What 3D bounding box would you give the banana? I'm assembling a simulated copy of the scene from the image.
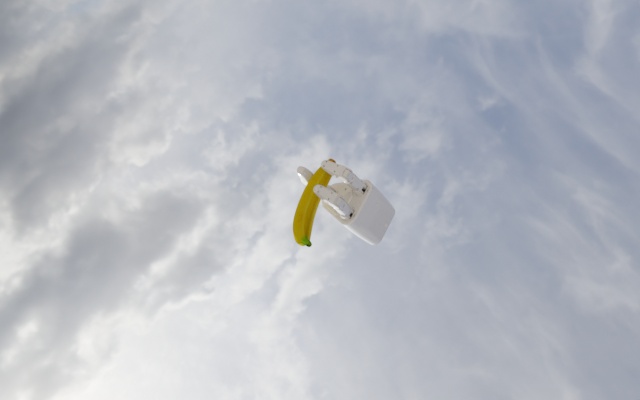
[{"bbox_3d":[-0.014,0.010,0.886,0.069,0.197,0.037,-16,-43,39],"label":"banana"}]
